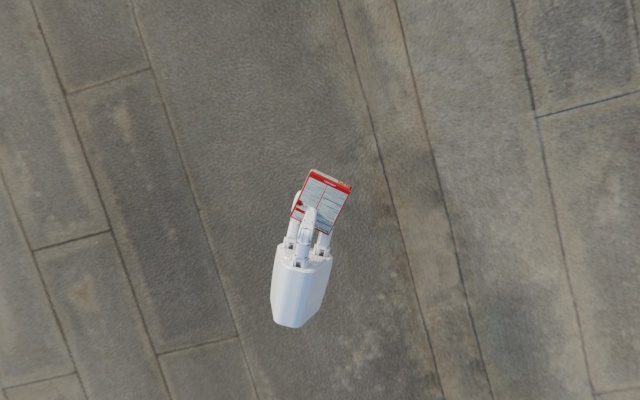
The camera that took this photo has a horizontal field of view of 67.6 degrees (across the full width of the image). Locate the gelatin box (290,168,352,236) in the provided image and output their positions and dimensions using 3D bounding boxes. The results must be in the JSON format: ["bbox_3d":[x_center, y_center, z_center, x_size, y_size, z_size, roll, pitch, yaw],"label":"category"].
[{"bbox_3d":[0.000,0.002,0.786,0.073,0.089,0.030,25,19,0],"label":"gelatin box"}]
